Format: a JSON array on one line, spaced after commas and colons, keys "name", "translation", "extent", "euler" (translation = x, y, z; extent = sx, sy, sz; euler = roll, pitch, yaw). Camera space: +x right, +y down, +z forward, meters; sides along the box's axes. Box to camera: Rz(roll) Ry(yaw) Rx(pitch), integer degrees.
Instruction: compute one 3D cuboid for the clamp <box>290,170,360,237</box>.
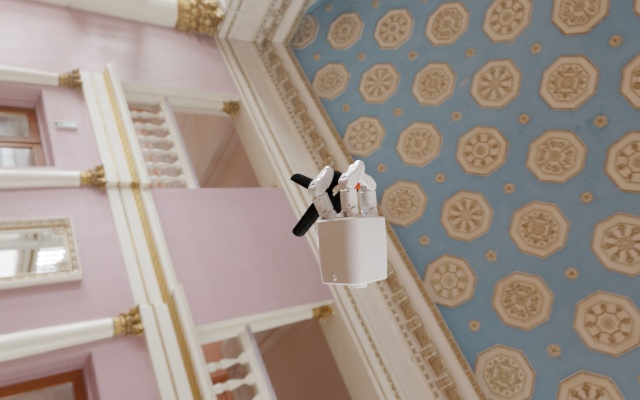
[{"name": "clamp", "translation": [0.001, 0.003, 0.847], "extent": [0.039, 0.120, 0.171], "euler": [1, -5, -38]}]
